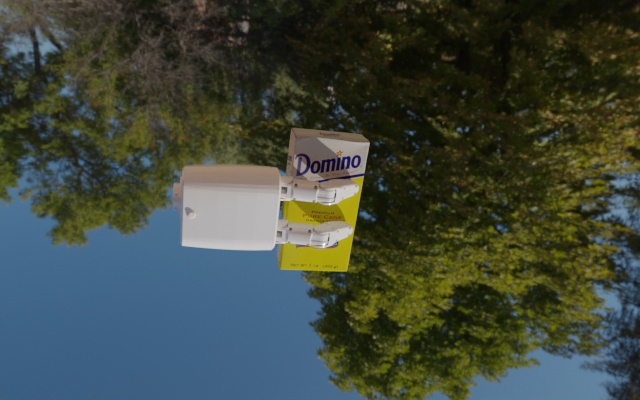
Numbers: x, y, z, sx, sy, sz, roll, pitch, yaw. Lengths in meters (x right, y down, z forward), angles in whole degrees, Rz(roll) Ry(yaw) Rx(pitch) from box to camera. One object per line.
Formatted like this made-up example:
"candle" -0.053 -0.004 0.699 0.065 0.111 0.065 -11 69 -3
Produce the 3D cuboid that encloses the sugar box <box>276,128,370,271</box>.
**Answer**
"sugar box" 0.000 0.002 0.601 0.093 0.176 0.048 3 23 -13
